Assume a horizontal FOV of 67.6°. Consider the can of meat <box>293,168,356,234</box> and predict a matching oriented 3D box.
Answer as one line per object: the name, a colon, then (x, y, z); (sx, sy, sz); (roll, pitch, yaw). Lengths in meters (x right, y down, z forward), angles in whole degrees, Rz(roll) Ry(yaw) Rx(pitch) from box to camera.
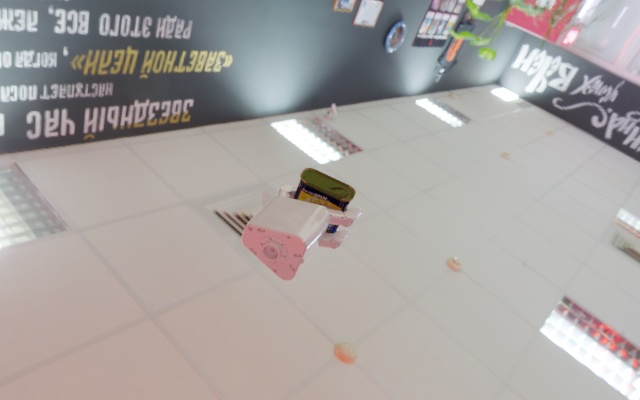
can of meat: (0.000, 0.003, 0.861); (0.102, 0.084, 0.057); (25, 30, 3)
